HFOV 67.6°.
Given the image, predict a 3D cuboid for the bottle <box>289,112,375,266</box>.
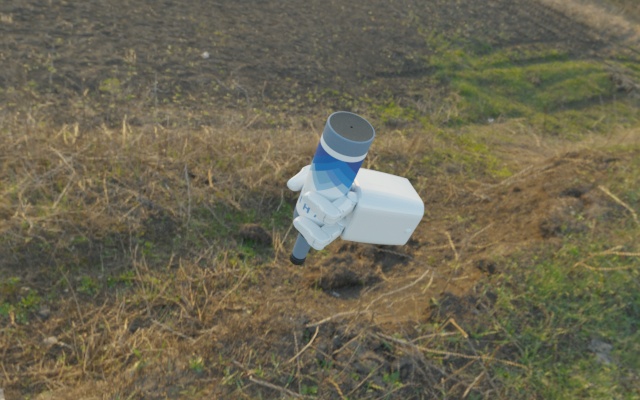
[{"bbox_3d":[0.000,0.002,0.731,0.069,0.069,0.296,0,-43,-22],"label":"bottle"}]
